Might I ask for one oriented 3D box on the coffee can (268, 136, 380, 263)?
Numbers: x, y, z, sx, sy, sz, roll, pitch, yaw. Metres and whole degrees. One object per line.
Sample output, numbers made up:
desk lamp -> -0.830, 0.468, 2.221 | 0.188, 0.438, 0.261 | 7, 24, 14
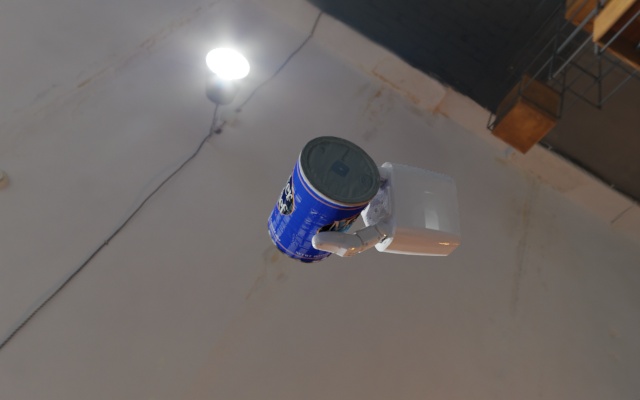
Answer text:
coffee can -> 0.000, 0.002, 0.612 | 0.103, 0.102, 0.140 | 0, -35, -26
